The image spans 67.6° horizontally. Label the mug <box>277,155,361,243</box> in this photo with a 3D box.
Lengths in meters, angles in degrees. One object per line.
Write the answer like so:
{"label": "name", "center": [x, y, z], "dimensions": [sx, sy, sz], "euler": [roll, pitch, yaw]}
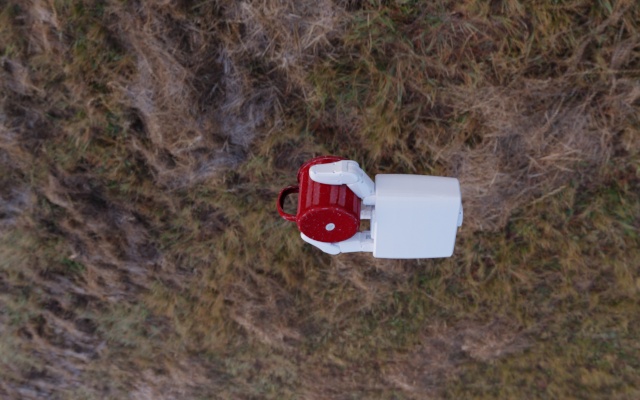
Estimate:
{"label": "mug", "center": [-0.001, 0.002, 0.627], "dimensions": [0.117, 0.081, 0.093], "euler": [-1, -39, 6]}
